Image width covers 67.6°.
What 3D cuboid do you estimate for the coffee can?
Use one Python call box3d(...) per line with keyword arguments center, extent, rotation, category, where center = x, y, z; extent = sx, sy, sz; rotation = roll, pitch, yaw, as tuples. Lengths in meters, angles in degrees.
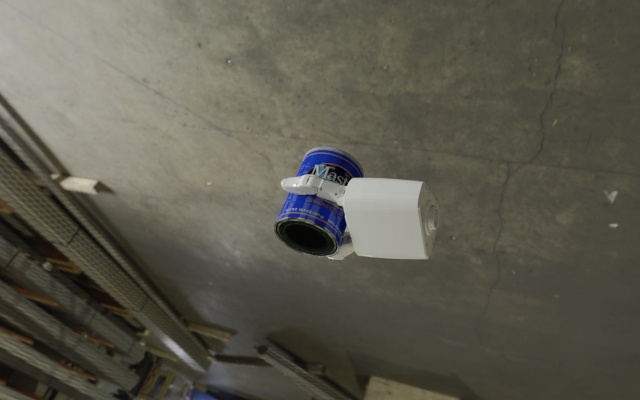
box3d(center=(0.000, 0.002, 0.736), extent=(0.103, 0.140, 0.103), rotation=(15, -33, 10), category="coffee can")
